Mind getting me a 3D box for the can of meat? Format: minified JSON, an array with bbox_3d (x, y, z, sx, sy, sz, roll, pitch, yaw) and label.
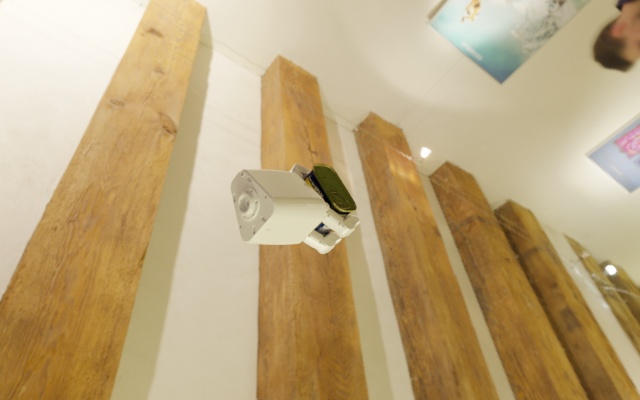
[{"bbox_3d":[0.000,0.003,0.815,0.057,0.102,0.084,1,-39,-49],"label":"can of meat"}]
